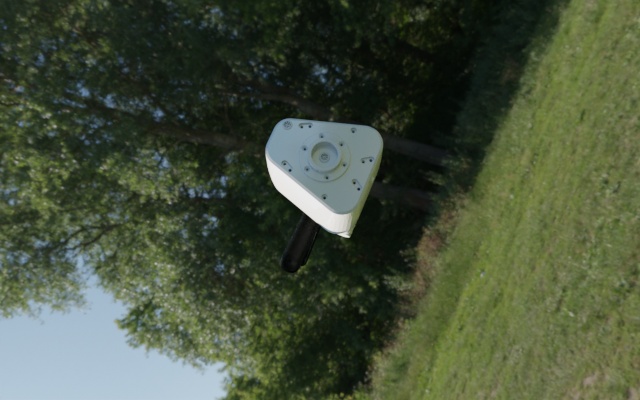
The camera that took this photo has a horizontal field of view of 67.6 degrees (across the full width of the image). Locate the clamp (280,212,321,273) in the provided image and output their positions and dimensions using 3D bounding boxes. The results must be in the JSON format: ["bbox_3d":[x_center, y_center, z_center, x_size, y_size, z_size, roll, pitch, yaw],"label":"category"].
[{"bbox_3d":[0.000,0.001,0.645,0.036,0.210,0.164,23,-11,2],"label":"clamp"}]
